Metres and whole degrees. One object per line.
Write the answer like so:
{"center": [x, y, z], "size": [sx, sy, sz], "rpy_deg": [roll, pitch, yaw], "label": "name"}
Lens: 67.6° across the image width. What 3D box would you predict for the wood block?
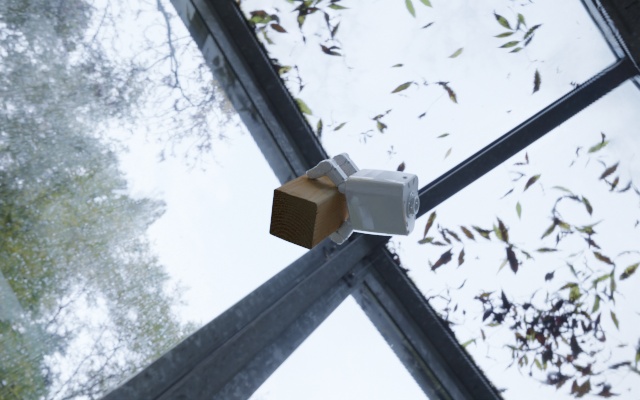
{"center": [0.001, 0.003, 0.894], "size": [0.090, 0.091, 0.206], "rpy_deg": [18, 25, 24], "label": "wood block"}
